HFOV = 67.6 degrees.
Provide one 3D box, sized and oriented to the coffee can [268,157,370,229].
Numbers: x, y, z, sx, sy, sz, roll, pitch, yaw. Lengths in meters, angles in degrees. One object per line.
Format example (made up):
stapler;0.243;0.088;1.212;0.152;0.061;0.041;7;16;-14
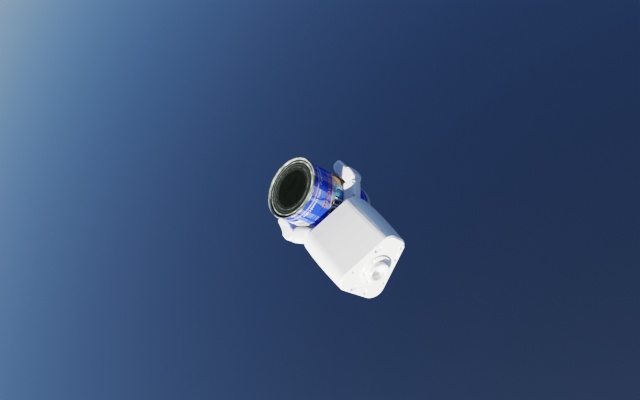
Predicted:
coffee can;0.000;0.002;0.787;0.103;0.102;0.140;0;-19;46
